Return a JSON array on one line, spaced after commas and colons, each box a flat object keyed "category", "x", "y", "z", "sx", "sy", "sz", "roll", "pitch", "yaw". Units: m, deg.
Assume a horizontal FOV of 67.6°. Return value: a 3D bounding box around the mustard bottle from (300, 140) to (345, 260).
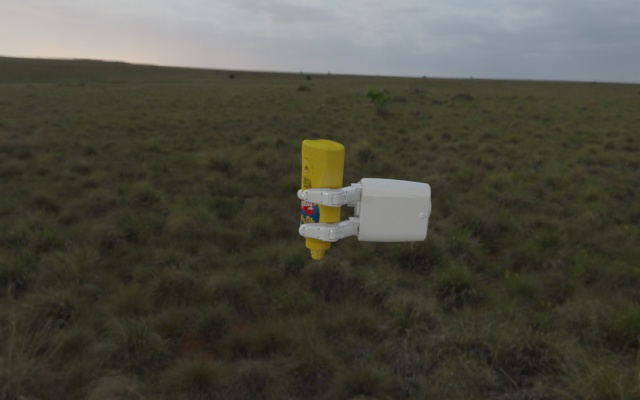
[{"category": "mustard bottle", "x": 0.000, "y": 0.002, "z": 0.765, "sx": 0.058, "sy": 0.192, "sz": 0.096, "roll": -5, "pitch": 17, "yaw": -24}]
